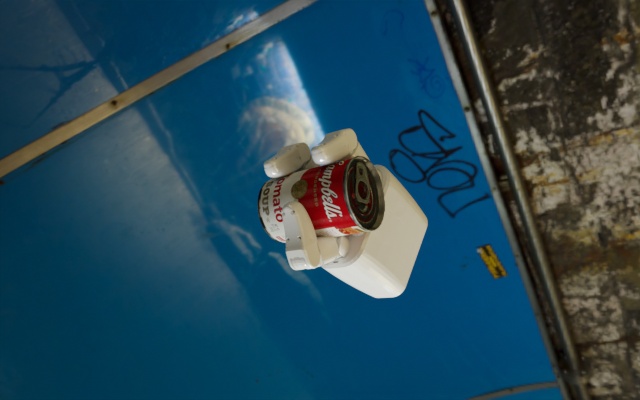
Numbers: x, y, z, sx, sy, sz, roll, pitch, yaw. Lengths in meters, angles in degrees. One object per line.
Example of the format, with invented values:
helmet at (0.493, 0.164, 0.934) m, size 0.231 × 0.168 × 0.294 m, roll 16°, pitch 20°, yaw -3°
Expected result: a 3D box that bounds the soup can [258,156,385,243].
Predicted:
soup can at (0.000, 0.001, 0.449) m, size 0.102 × 0.068 × 0.068 m, roll -11°, pitch -6°, yaw 34°
